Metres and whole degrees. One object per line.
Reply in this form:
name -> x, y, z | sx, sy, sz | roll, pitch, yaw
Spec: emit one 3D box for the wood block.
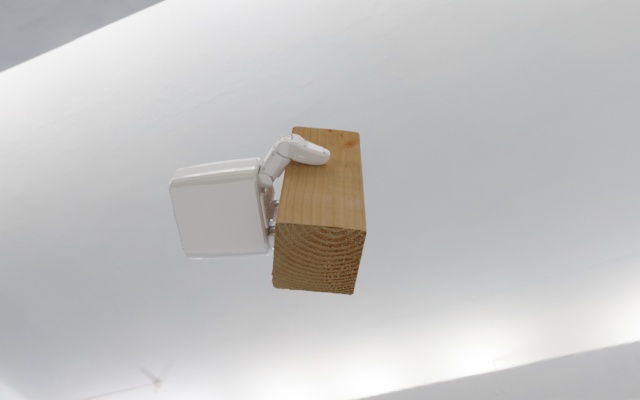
wood block -> 0.000, 0.001, 0.562 | 0.090, 0.091, 0.206 | 6, 36, -2
